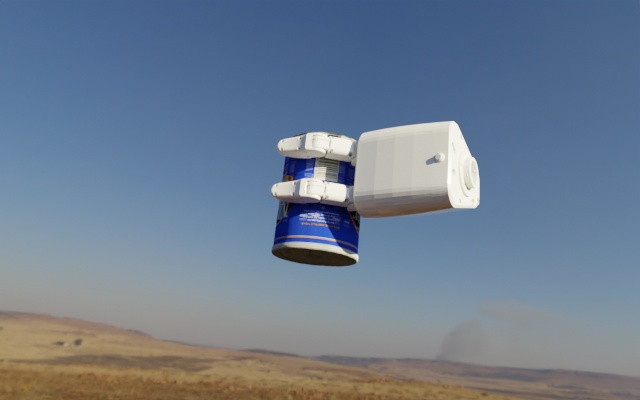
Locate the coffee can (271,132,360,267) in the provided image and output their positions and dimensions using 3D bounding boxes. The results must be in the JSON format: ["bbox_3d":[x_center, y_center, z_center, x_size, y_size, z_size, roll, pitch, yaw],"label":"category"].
[{"bbox_3d":[0.000,0.002,0.584,0.103,0.140,0.103,6,-17,2],"label":"coffee can"}]
